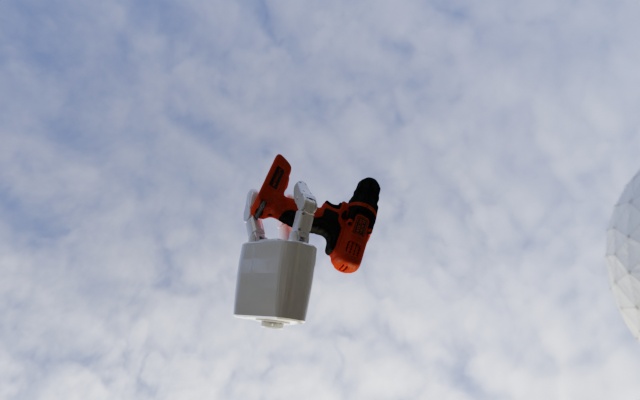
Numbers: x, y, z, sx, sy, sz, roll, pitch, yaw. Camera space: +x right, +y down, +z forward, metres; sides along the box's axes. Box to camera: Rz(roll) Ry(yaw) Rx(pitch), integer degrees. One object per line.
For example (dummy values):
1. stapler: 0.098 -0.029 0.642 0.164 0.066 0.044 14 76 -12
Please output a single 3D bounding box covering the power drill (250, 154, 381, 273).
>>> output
1. power drill: 0.000 0.002 0.743 0.187 0.184 0.057 25 -41 -5
